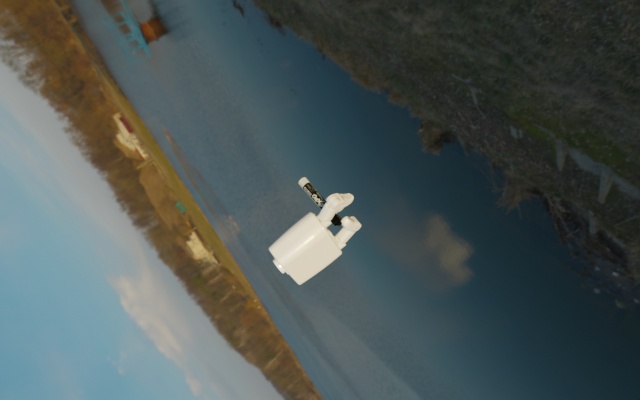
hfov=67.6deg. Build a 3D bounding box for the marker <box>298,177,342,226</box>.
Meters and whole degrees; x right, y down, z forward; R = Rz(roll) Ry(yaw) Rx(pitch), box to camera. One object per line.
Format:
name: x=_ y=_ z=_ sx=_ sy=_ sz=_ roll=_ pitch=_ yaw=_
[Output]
marker: x=0.000 y=0.003 z=0.899 sx=0.121 sy=0.020 sz=0.020 roll=49 pitch=26 yaw=25
